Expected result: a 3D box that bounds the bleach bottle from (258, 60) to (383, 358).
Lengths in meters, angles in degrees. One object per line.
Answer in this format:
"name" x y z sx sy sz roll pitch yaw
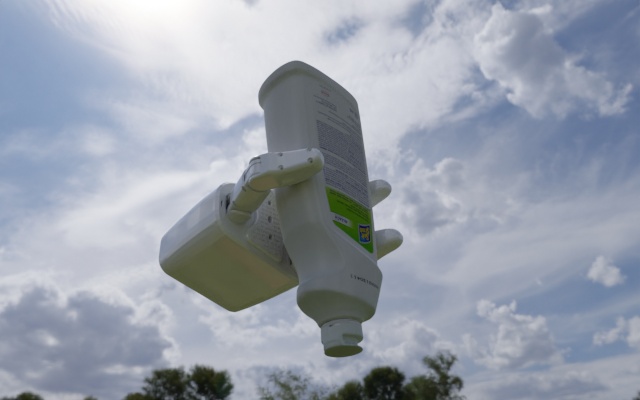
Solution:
"bleach bottle" 0.000 0.001 0.404 0.102 0.250 0.068 24 -43 -36
